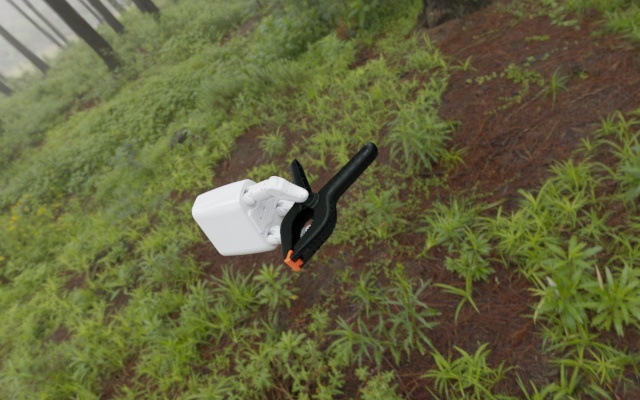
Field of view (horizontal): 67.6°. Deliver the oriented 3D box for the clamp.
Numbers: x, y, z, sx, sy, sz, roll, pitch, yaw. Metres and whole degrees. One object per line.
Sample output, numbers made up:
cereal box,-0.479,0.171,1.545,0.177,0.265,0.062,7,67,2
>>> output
clamp,-0.001,0.002,0.694,0.164,0.209,0.036,-15,-45,35
